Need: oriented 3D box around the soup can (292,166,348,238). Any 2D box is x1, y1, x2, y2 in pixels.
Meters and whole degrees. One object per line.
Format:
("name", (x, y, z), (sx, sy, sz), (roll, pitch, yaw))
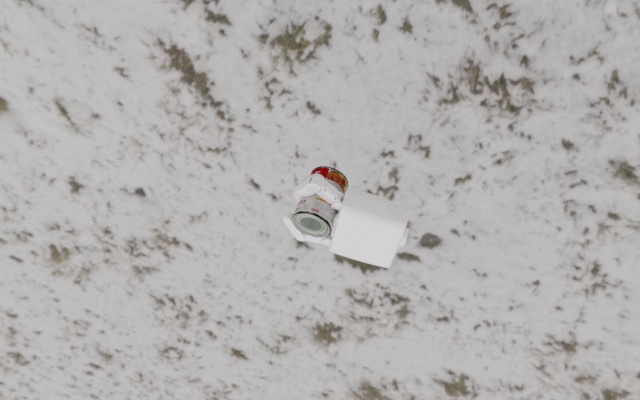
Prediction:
("soup can", (0.000, 0.003, 0.792), (0.068, 0.102, 0.069), (14, -36, 11))
